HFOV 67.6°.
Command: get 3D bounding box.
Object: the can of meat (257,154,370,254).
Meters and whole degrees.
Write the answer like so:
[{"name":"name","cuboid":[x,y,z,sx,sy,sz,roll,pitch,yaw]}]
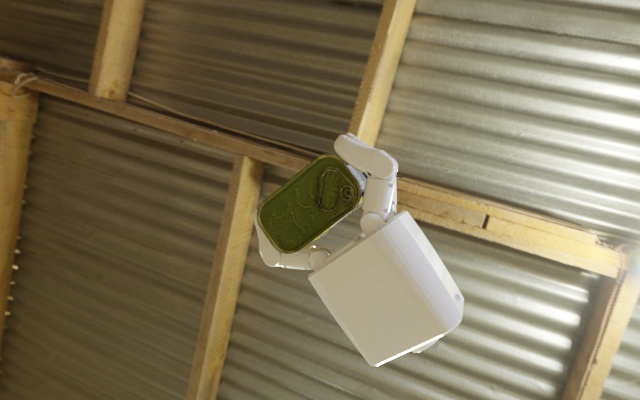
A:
[{"name":"can of meat","cuboid":[0.000,0.002,0.471,0.102,0.057,0.084,-38,-8,16]}]
